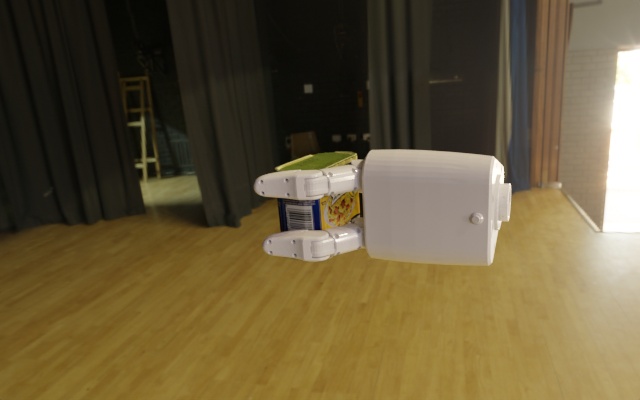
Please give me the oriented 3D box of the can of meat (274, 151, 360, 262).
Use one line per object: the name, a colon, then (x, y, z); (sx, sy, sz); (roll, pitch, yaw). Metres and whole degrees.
can of meat: (0.000, 0.001, 0.469); (0.057, 0.084, 0.102); (5, 19, 29)
